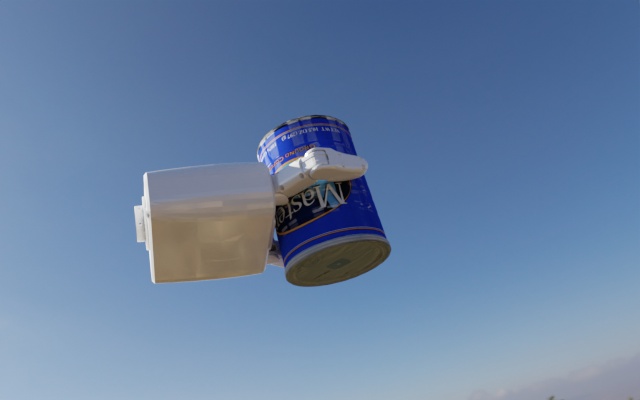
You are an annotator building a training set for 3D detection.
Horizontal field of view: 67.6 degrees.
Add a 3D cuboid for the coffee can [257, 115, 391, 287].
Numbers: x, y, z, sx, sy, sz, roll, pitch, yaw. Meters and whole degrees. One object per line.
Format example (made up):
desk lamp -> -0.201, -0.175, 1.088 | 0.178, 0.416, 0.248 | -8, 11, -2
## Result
coffee can -> 0.000, 0.002, 0.478 | 0.103, 0.140, 0.103 | -13, -27, -7
